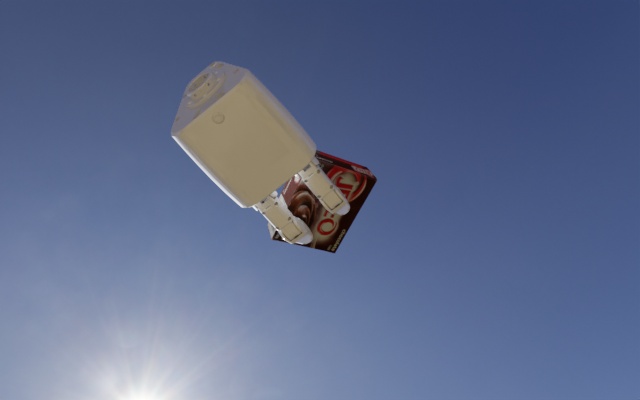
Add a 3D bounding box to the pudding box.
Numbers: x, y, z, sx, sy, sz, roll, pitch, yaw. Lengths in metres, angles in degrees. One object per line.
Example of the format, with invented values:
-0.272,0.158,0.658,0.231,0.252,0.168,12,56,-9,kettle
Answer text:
0.000,0.002,0.560,0.090,0.113,0.039,16,27,-28,pudding box
